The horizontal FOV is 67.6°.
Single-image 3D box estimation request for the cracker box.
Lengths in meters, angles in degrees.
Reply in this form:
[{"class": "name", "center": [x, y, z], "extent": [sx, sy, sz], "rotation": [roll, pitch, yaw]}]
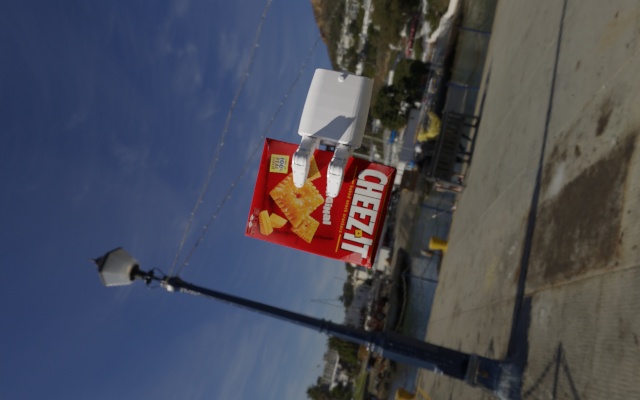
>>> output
[{"class": "cracker box", "center": [0.000, 0.002, 0.770], "extent": [0.213, 0.164, 0.072], "rotation": [14, 3, 9]}]
